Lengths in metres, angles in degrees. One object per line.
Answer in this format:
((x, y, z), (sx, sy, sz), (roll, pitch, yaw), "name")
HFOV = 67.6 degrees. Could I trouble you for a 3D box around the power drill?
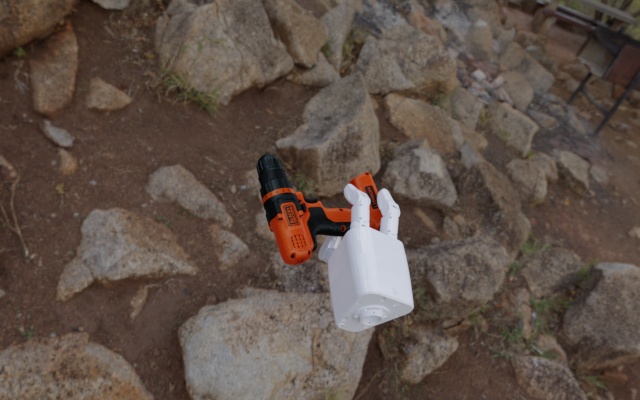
((0.001, 0.003, 0.757), (0.187, 0.184, 0.057), (-8, -23, -25), "power drill")
